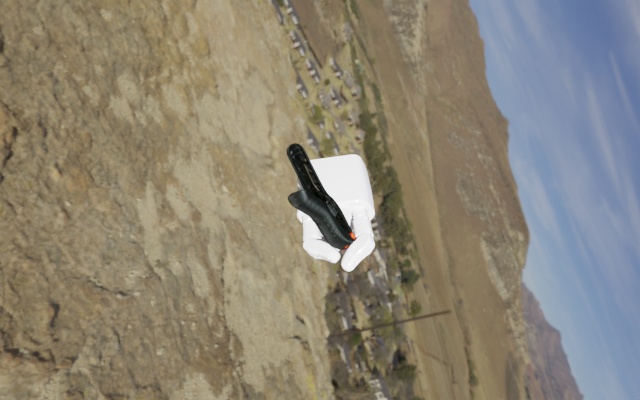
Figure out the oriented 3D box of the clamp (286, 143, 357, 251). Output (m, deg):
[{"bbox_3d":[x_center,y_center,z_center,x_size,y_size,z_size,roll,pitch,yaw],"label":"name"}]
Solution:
[{"bbox_3d":[0.001,0.002,0.659,0.039,0.120,0.172,-19,-43,17],"label":"clamp"}]
